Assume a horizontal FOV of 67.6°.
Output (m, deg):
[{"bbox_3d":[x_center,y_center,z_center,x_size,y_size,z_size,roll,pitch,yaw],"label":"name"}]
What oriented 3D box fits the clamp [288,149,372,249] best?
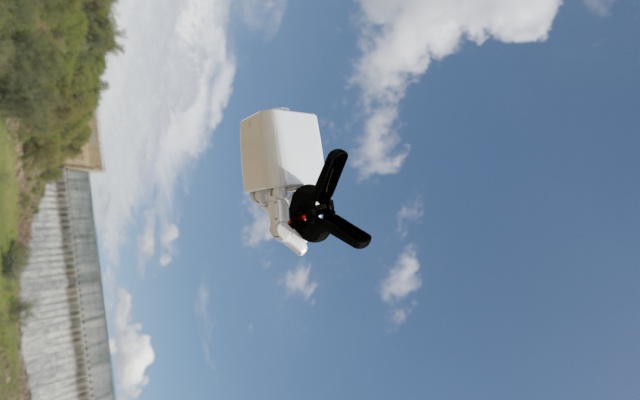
[{"bbox_3d":[0.001,0.002,0.618,0.039,0.120,0.171,-5,-1,-34],"label":"clamp"}]
